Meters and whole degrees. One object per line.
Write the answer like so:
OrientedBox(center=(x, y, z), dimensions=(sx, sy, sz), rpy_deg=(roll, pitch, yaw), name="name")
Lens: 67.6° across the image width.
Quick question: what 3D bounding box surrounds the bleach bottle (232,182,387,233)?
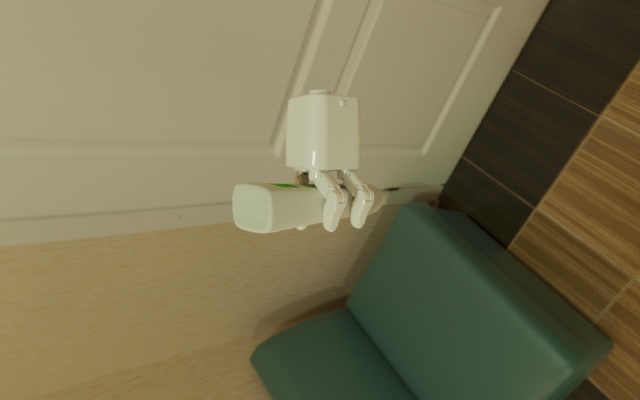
OrientedBox(center=(0.000, 0.002, 0.726), dimensions=(0.251, 0.068, 0.102), rpy_deg=(-5, 8, -40), name="bleach bottle")
